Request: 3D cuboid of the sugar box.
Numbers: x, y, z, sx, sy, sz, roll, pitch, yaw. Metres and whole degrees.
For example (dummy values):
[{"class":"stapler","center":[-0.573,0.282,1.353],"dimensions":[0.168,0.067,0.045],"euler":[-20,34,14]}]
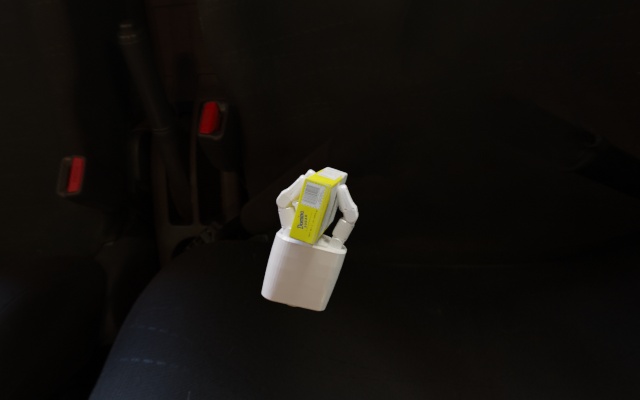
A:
[{"class":"sugar box","center":[0.000,0.002,0.758],"dimensions":[0.048,0.093,0.176],"euler":[18,11,5]}]
